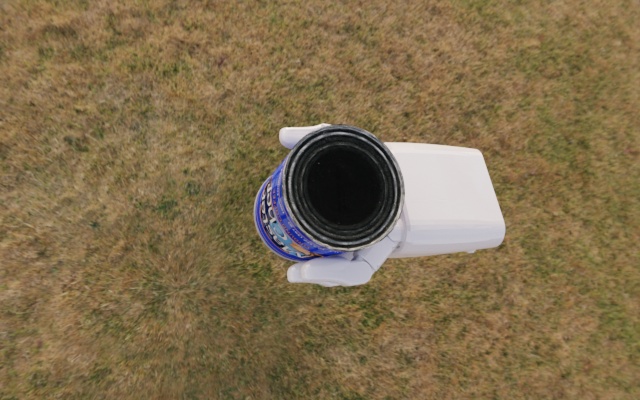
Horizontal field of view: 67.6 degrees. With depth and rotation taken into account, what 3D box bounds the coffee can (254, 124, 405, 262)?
[{"bbox_3d":[0.000,0.001,0.439,0.103,0.103,0.140,0,-10,-17],"label":"coffee can"}]
